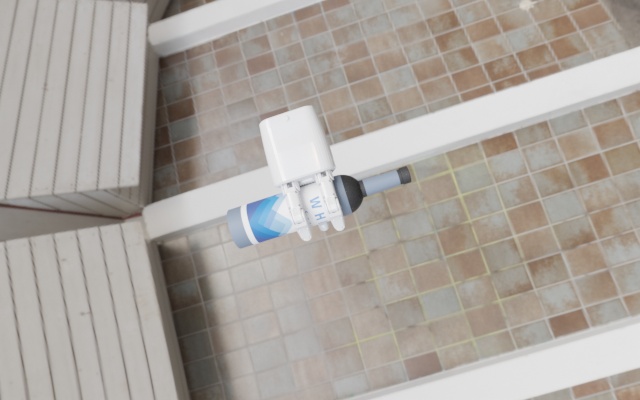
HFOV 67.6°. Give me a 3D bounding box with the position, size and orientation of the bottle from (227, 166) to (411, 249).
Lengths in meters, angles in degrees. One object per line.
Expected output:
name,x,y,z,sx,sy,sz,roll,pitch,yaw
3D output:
bottle,0.000,0.003,0.767,0.296,0.069,0.069,-18,-1,4
